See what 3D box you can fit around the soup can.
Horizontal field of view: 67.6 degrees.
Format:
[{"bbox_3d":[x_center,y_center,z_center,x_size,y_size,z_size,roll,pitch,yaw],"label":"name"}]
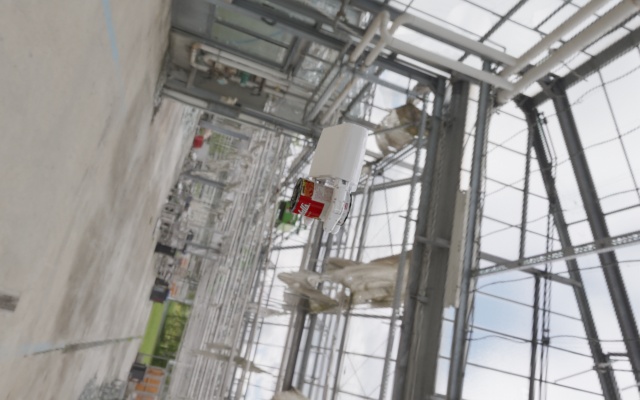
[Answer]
[{"bbox_3d":[0.000,0.003,0.896,0.102,0.068,0.068,17,-4,-13],"label":"soup can"}]
